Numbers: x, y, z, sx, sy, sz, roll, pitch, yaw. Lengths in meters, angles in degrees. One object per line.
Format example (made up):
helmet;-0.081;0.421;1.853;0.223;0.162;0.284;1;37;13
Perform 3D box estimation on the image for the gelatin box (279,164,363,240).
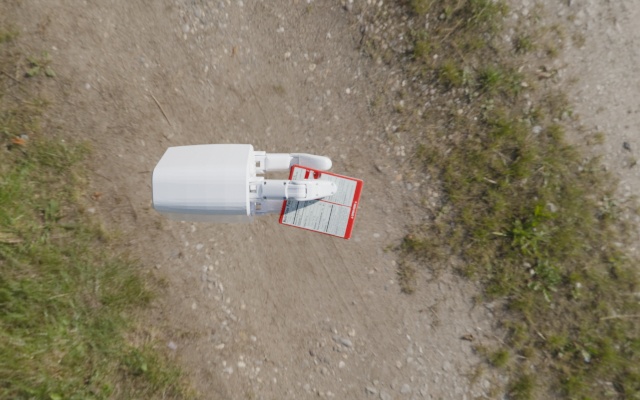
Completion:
gelatin box;0.000;0.002;0.576;0.089;0.073;0.030;13;-1;-2
